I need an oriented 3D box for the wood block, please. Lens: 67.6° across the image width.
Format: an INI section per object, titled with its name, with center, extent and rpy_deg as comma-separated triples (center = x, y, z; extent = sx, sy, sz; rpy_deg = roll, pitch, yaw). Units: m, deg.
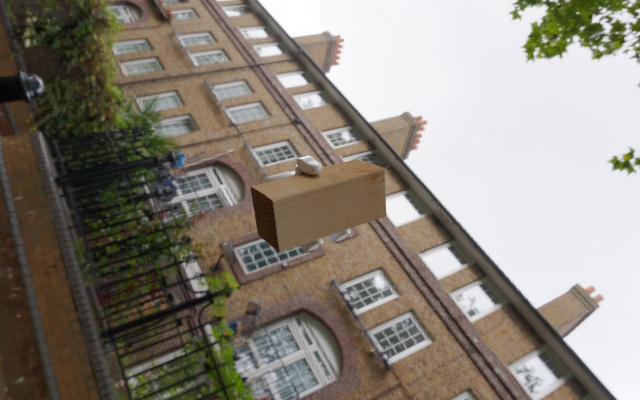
[wood block]
center = 0.000, 0.002, 0.798
extent = 0.206, 0.091, 0.090
rpy_deg = -17, 24, -26
